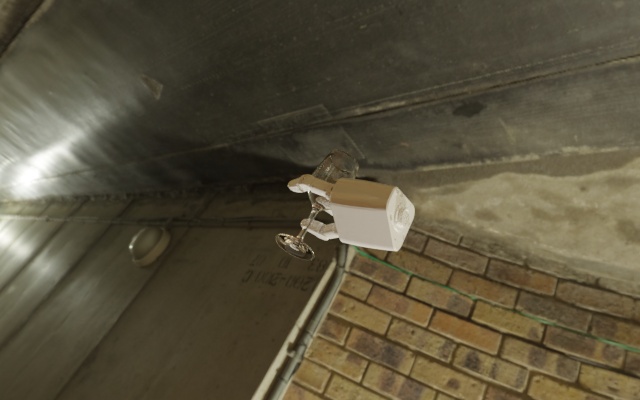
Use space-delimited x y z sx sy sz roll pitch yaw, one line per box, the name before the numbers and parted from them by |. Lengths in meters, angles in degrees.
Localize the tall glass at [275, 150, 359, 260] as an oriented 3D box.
tall glass | 0.000 0.003 0.849 0.079 0.201 0.079 23 -28 13
